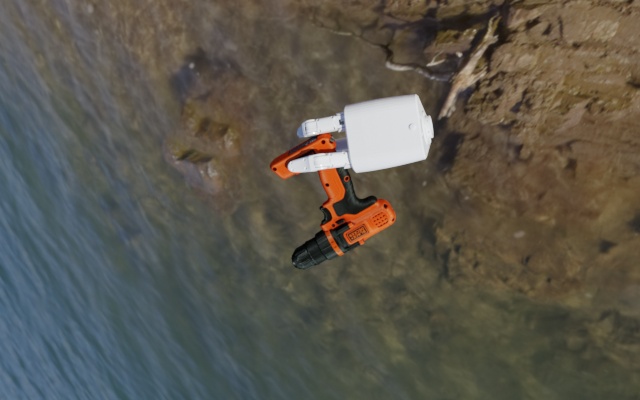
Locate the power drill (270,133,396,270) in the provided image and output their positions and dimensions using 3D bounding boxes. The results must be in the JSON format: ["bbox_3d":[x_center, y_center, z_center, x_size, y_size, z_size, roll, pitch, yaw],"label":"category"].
[{"bbox_3d":[0.000,0.002,0.751,0.184,0.188,0.057,-30,17,6],"label":"power drill"}]
